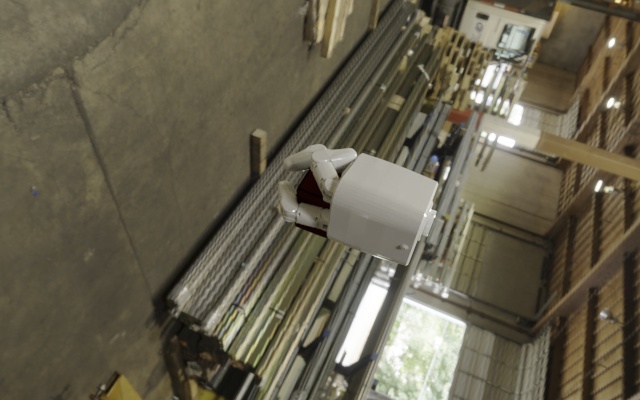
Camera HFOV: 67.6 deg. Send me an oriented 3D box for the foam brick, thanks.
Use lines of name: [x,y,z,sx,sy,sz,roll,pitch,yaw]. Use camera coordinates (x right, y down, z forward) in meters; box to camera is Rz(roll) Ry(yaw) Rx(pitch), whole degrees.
foam brick: [0.000,0.002,0.634,0.051,0.053,0.078,20,-40,12]
